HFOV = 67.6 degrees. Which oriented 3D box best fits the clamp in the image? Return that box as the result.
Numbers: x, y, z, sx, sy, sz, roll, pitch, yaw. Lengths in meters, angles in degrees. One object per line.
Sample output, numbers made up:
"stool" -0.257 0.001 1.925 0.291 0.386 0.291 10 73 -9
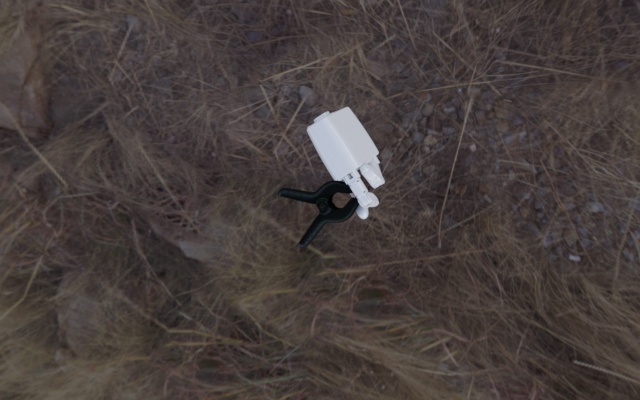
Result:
"clamp" 0.000 0.003 0.894 0.171 0.120 0.039 -31 3 20
